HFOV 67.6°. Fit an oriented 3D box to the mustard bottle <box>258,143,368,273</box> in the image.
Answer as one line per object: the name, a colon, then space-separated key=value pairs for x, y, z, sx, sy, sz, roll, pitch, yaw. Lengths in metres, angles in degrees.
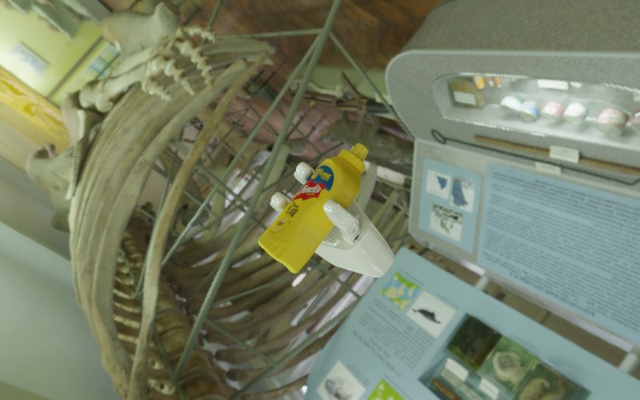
mustard bottle: x=0.000 y=0.002 z=0.639 sx=0.058 sy=0.191 sz=0.096 roll=42 pitch=-7 yaw=-23
